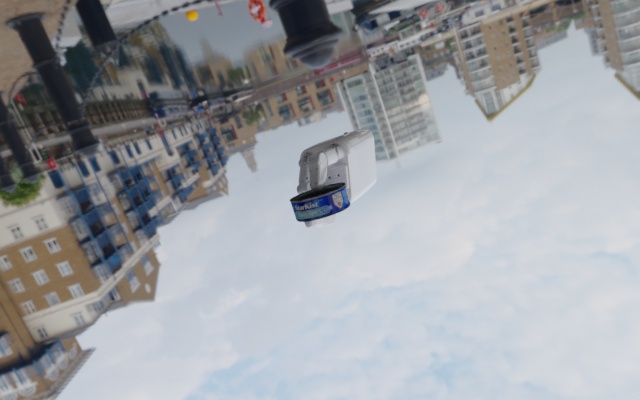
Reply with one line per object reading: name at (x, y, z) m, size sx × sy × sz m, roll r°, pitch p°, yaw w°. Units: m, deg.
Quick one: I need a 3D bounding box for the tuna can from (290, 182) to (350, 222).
tuna can at (0.000, 0.003, 0.702) m, size 0.086 × 0.034 × 0.086 m, roll -16°, pitch 9°, yaw 3°
